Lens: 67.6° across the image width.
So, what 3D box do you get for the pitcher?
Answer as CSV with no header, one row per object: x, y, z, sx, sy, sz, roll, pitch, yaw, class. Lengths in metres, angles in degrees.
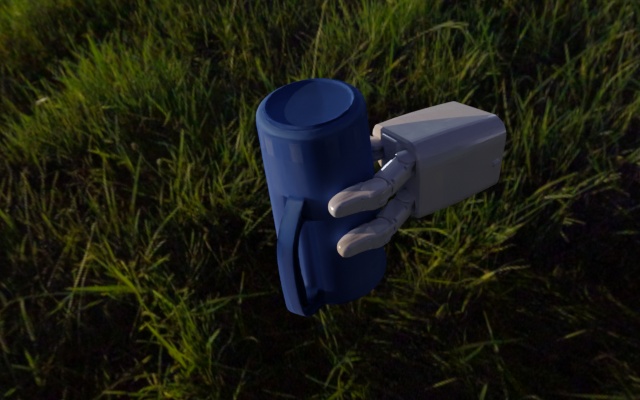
0.000,0.002,0.528,0.145,0.243,0.149,-19,43,-11,pitcher
